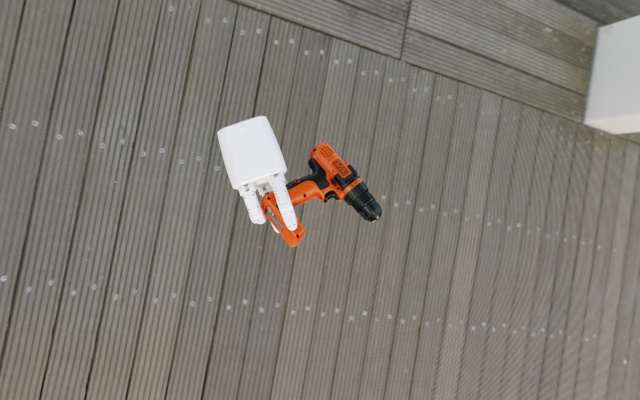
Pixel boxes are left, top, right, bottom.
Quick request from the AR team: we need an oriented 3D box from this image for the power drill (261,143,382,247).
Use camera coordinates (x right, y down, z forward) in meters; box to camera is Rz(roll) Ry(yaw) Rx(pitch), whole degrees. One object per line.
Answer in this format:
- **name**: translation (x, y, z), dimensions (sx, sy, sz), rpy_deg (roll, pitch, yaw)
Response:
- **power drill**: translation (0.000, 0.003, 0.882), dimensions (0.187, 0.184, 0.057), rpy_deg (-36, -12, -26)
